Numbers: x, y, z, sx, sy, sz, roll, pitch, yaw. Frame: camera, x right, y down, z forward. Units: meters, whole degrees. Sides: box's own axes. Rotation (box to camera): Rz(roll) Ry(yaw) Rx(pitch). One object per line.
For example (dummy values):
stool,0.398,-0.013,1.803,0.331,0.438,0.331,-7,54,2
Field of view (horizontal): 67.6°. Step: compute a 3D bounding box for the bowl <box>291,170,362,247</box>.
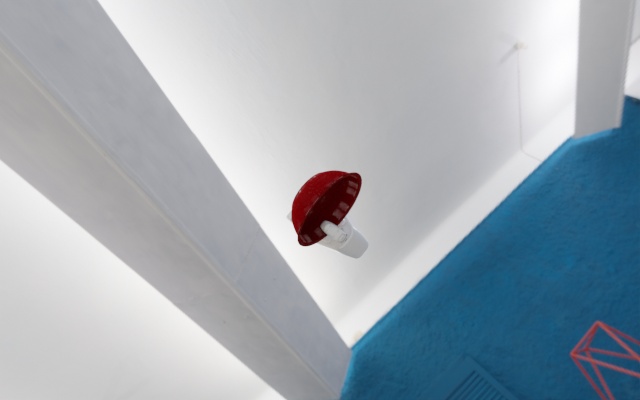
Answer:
bowl,0.000,0.002,0.842,0.055,0.162,0.162,40,17,22
